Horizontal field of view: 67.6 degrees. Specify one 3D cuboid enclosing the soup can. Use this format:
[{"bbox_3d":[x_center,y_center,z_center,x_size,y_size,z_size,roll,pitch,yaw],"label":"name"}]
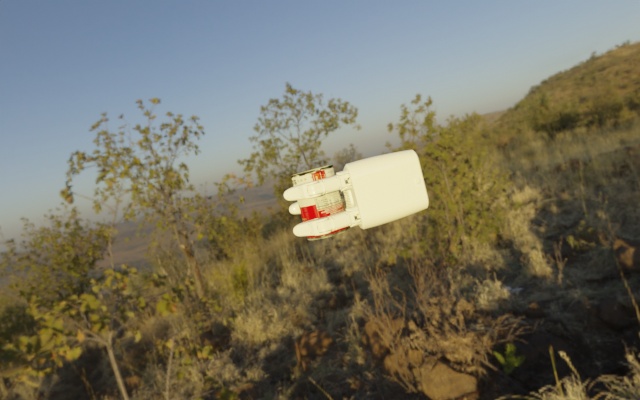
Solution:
[{"bbox_3d":[0.000,0.002,0.730,0.068,0.102,0.068,-15,5,1],"label":"soup can"}]
